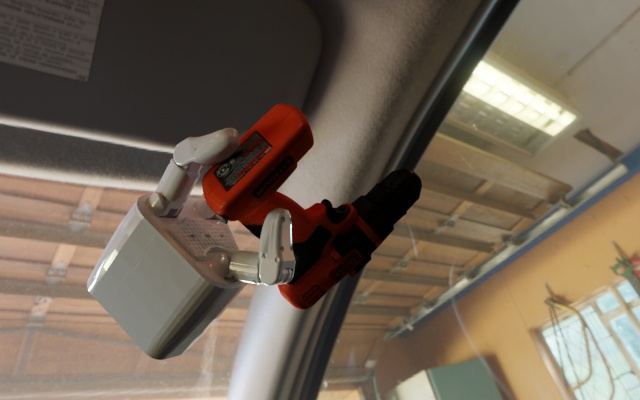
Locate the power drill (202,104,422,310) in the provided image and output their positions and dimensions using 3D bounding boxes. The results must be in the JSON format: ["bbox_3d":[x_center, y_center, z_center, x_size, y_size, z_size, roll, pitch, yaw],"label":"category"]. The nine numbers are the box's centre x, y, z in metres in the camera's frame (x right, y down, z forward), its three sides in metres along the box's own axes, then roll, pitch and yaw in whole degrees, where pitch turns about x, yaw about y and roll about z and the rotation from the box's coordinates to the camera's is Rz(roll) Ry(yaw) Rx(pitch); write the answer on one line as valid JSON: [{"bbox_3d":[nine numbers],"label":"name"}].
[{"bbox_3d":[0.000,0.001,0.441,0.057,0.184,0.188,41,-5,48],"label":"power drill"}]
